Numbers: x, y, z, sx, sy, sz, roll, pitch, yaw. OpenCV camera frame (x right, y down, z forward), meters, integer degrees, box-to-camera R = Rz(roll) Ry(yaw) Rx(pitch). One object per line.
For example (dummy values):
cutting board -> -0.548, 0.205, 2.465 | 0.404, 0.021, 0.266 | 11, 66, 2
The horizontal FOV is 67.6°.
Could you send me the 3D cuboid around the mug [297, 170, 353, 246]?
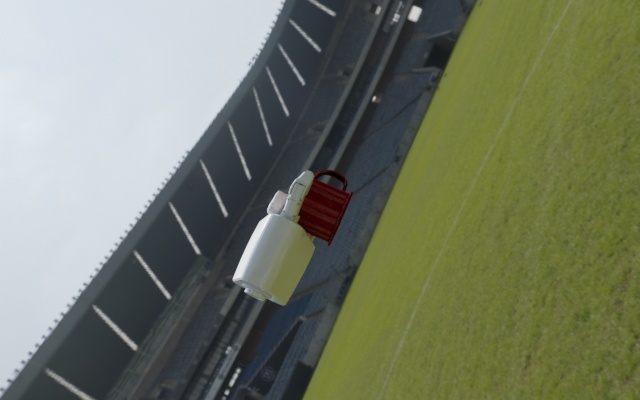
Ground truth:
mug -> 0.001, 0.001, 0.747 | 0.081, 0.117, 0.093 | 24, -20, 5
